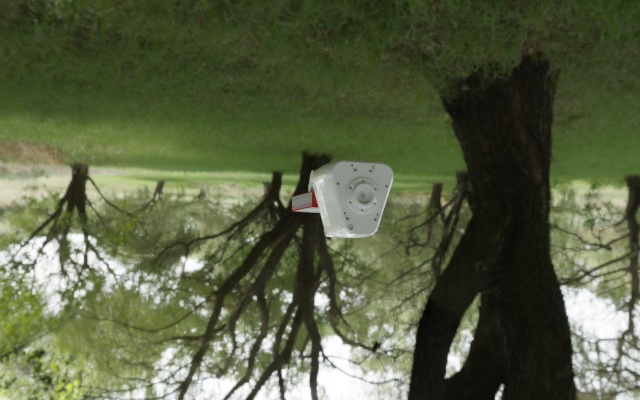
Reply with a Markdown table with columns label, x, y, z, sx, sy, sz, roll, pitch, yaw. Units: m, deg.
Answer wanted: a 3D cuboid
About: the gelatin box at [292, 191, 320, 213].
| label | x | y | z | sx | sy | sz | roll | pitch | yaw |
| --- | --- | --- | --- | --- | --- | --- | --- | --- | --- |
| gelatin box | 0.000 | 0.003 | 0.833 | 0.073 | 0.030 | 0.089 | 3 | -8 | -26 |
